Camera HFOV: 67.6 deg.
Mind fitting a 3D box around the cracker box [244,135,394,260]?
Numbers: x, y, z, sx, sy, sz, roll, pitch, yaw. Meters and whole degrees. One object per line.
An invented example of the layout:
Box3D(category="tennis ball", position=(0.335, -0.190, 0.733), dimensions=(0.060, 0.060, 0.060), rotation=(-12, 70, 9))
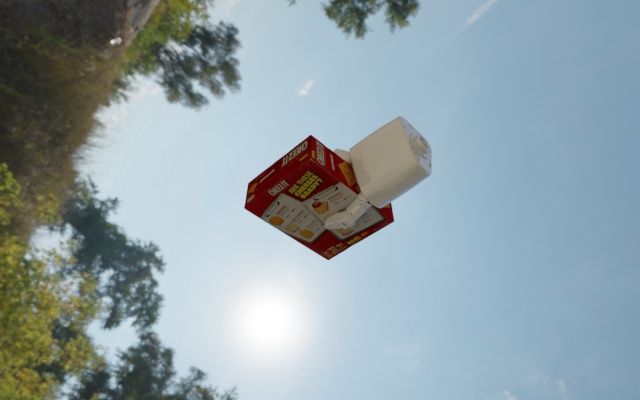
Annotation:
Box3D(category="cracker box", position=(0.000, 0.003, 0.847), dimensions=(0.164, 0.072, 0.214), rotation=(-34, -53, 29))
